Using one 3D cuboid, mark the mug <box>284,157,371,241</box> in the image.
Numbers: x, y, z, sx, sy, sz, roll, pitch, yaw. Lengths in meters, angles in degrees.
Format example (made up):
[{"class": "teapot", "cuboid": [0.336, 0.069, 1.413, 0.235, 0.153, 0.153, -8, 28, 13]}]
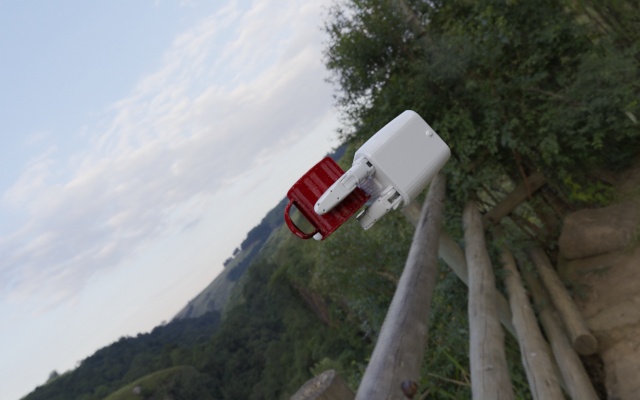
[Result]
[{"class": "mug", "cuboid": [-0.001, 0.003, 0.647, 0.117, 0.081, 0.093, -42, -1, -22]}]
